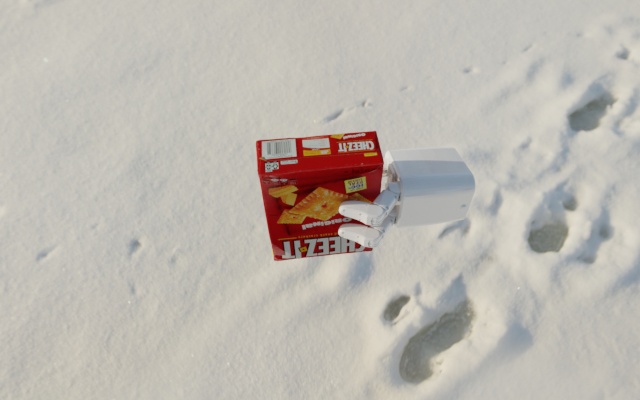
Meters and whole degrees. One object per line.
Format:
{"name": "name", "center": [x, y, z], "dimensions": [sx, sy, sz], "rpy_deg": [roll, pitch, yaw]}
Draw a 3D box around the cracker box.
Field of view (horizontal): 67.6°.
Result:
{"name": "cracker box", "center": [0.000, 0.002, 0.698], "dimensions": [0.164, 0.072, 0.214], "rpy_deg": [-5, -38, -3]}
